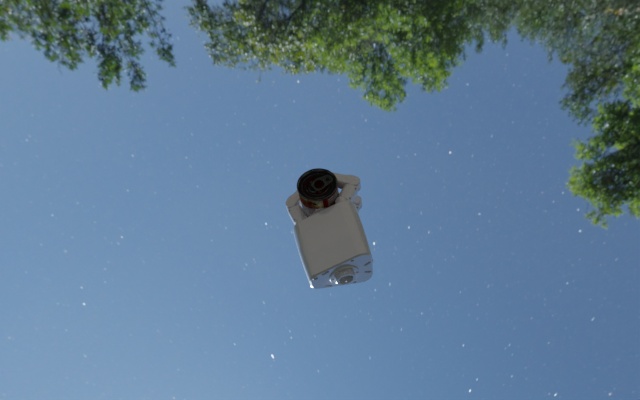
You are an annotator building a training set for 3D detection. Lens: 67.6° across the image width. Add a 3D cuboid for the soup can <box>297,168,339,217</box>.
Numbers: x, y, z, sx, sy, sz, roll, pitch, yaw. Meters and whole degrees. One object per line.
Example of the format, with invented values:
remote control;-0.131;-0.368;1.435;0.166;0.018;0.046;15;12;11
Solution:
soup can;0.000;0.003;0.825;0.068;0.068;0.102;0;-37;8
